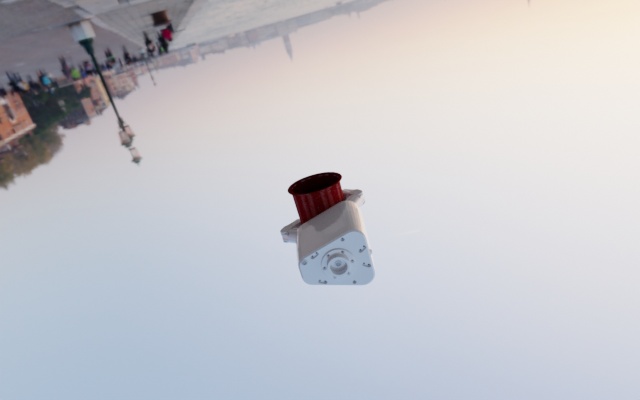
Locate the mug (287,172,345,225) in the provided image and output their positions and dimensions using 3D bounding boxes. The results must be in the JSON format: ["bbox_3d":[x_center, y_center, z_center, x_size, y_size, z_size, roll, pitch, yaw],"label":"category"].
[{"bbox_3d":[0.000,0.002,0.811,0.093,0.081,0.117,-14,21,4],"label":"mug"}]
